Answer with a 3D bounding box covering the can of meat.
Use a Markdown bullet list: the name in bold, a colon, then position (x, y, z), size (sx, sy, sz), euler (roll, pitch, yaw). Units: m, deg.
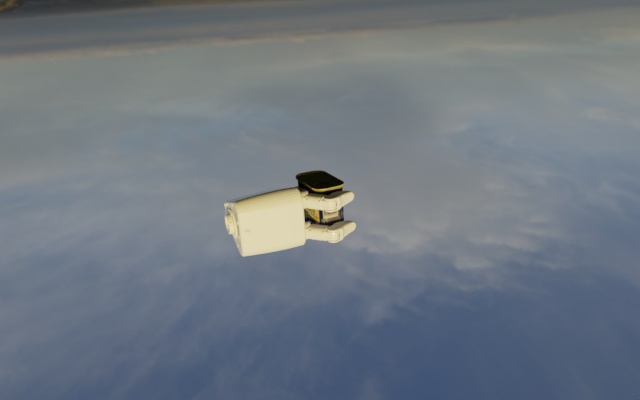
- **can of meat**: position (0.000, 0.003, 0.821), size (0.057, 0.084, 0.102), euler (-13, 22, -23)
